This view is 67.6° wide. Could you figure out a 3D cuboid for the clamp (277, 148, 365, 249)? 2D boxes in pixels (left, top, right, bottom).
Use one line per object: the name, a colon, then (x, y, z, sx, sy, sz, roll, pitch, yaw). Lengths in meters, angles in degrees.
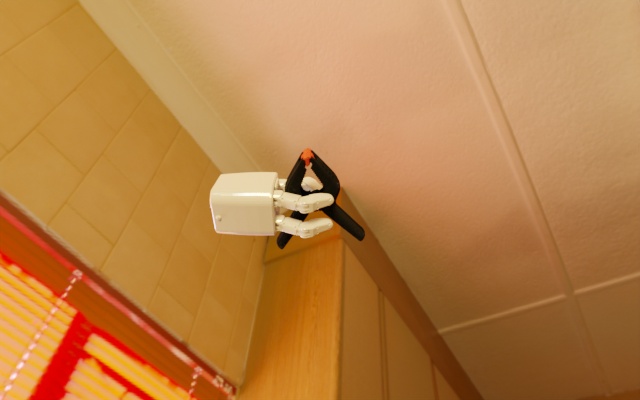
clamp: (0.000, 0.003, 0.837, 0.164, 0.210, 0.036, -2, 38, -2)
